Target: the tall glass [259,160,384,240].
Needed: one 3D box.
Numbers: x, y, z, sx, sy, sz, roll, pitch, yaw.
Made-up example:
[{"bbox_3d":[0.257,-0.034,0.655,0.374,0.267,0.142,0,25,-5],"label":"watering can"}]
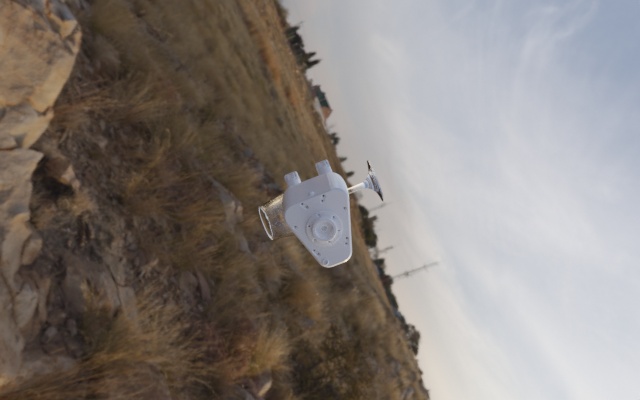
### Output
[{"bbox_3d":[0.001,0.002,0.803,0.201,0.079,0.079,-21,-1,2],"label":"tall glass"}]
